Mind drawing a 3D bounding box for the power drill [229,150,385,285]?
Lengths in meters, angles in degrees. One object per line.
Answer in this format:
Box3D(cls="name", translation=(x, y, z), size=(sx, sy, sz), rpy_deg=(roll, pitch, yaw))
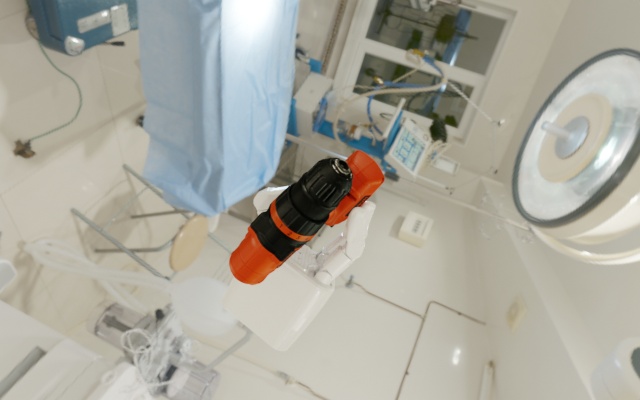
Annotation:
Box3D(cls="power drill", translation=(0.000, 0.002, 0.524), size=(0.184, 0.057, 0.187), rpy_deg=(-44, -8, 35))
